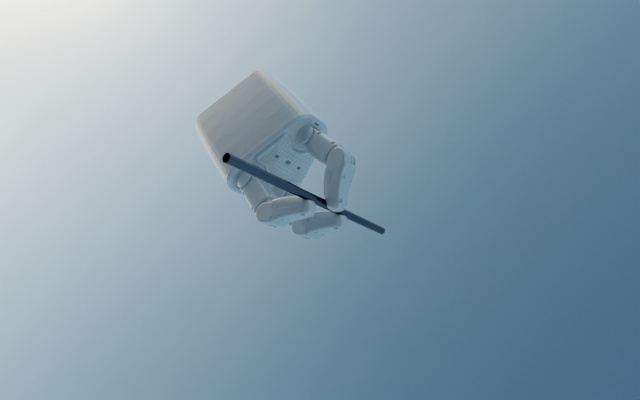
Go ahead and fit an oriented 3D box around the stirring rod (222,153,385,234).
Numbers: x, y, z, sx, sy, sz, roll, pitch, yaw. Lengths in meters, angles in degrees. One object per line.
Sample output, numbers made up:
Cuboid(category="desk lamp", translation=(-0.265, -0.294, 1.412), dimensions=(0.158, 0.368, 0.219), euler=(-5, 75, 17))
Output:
Cuboid(category="stirring rod", translation=(0.000, 0.001, 0.439), dimensions=(0.011, 0.011, 0.239), euler=(0, -16, 36))
